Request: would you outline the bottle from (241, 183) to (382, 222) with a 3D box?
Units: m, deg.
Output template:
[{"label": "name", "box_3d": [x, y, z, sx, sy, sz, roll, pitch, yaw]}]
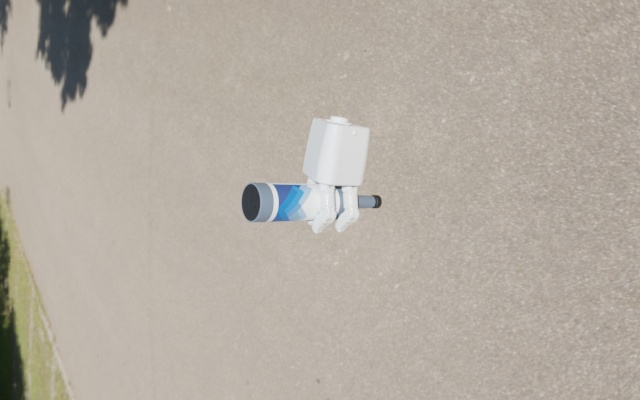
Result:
[{"label": "bottle", "box_3d": [0.000, 0.003, 0.883, 0.296, 0.069, 0.069, 0, 0, -38]}]
